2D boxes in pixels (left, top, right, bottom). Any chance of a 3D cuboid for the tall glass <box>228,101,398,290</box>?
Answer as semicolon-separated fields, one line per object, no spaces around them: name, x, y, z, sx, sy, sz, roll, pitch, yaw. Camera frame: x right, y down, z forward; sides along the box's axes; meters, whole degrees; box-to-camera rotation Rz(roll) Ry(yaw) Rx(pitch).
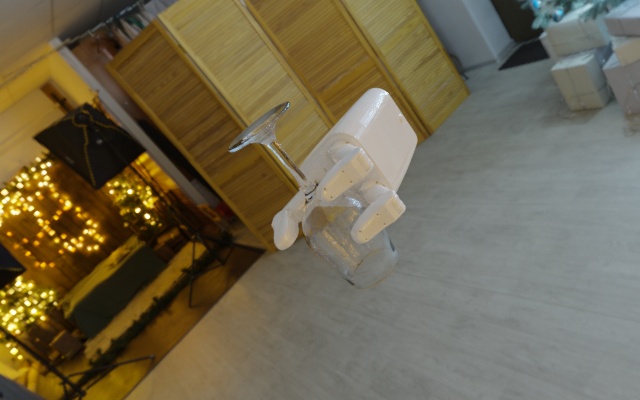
tall glass;0.000;0.001;0.486;0.079;0.201;0.079;-34;20;14
